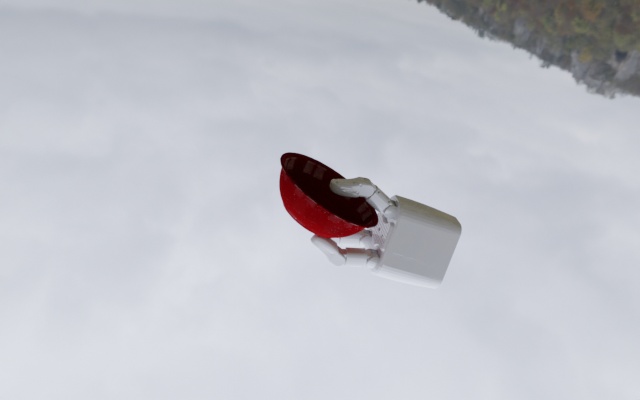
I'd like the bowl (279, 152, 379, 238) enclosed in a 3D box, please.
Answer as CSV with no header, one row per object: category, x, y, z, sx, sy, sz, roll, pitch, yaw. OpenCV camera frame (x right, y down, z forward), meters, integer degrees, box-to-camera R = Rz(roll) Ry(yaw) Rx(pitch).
bowl,-0.001,0.002,0.665,0.162,0.055,0.162,31,21,-13
